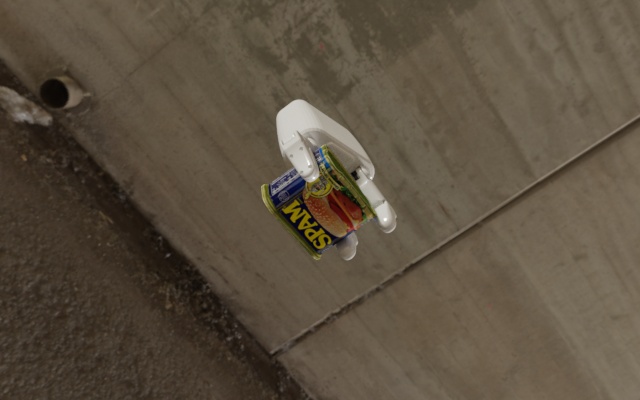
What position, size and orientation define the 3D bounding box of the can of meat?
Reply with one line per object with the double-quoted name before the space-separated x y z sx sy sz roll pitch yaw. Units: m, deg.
"can of meat" 0.000 0.001 0.522 0.084 0.102 0.057 -35 28 10
